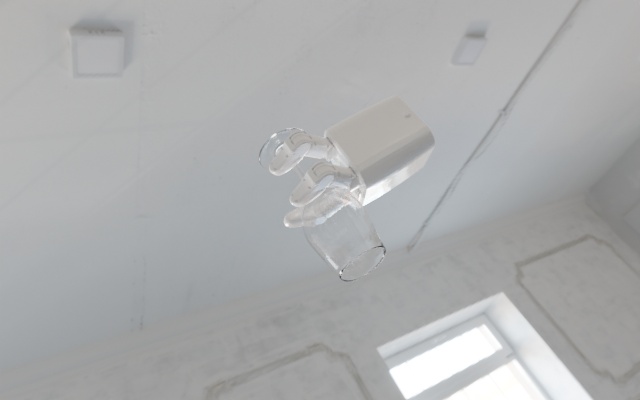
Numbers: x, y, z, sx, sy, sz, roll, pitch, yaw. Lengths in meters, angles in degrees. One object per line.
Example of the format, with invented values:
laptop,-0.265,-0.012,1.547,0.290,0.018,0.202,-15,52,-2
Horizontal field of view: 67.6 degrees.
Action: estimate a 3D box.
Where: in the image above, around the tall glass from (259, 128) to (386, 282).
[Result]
tall glass,0.000,0.002,0.589,0.079,0.201,0.079,-24,-32,-16
